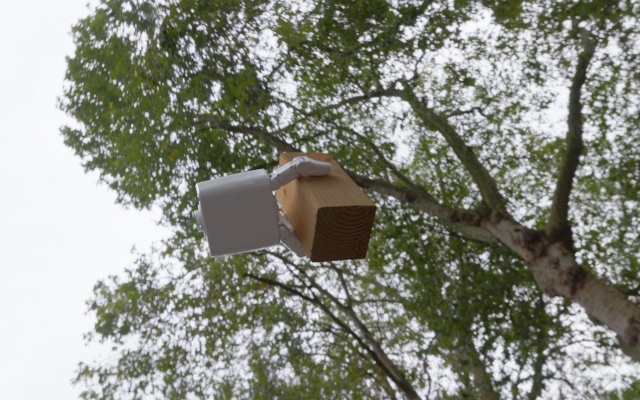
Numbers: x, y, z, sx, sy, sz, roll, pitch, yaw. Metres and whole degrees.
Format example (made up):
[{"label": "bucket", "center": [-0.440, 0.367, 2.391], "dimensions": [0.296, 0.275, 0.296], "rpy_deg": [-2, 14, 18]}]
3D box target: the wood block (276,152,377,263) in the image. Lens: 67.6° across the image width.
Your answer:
[{"label": "wood block", "center": [0.000, 0.002, 0.754], "dimensions": [0.090, 0.091, 0.206], "rpy_deg": [-1, 27, -20]}]
